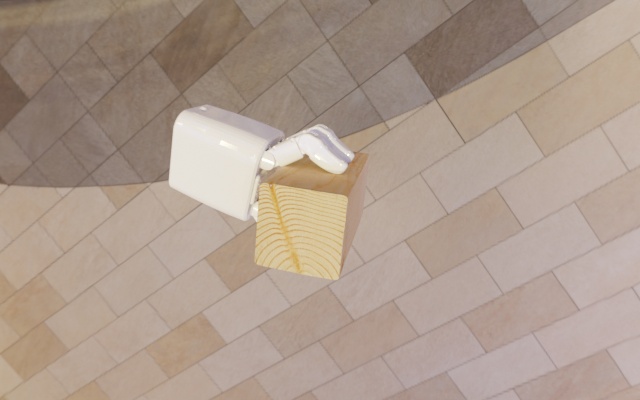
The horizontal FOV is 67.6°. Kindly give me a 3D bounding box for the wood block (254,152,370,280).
[{"bbox_3d":[0.000,0.002,0.561,0.090,0.091,0.206,9,19,9],"label":"wood block"}]
